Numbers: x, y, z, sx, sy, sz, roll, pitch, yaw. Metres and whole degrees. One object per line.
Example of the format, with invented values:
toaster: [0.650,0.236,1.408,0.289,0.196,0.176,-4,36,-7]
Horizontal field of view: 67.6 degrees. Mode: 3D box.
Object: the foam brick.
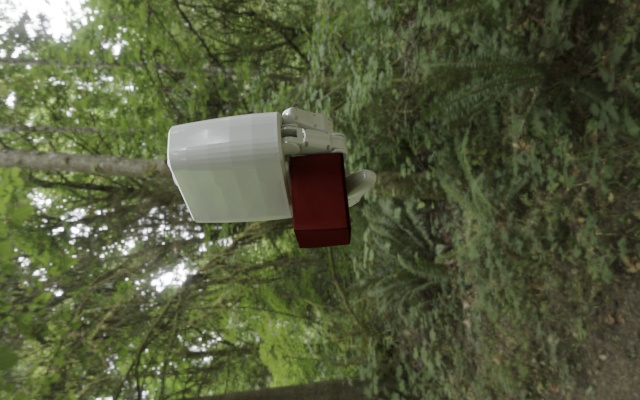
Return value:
foam brick: [0.000,0.002,0.457,0.051,0.078,0.053,-5,-24,1]
